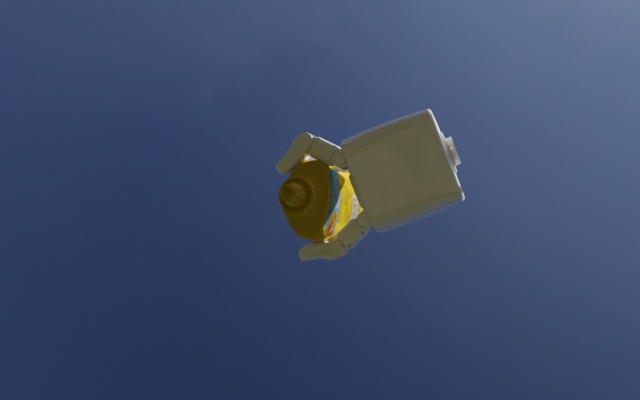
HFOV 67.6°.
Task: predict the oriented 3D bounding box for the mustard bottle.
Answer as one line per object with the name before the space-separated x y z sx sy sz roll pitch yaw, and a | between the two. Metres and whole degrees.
mustard bottle | 0.000 0.002 0.582 0.058 0.096 0.191 4 -4 21
